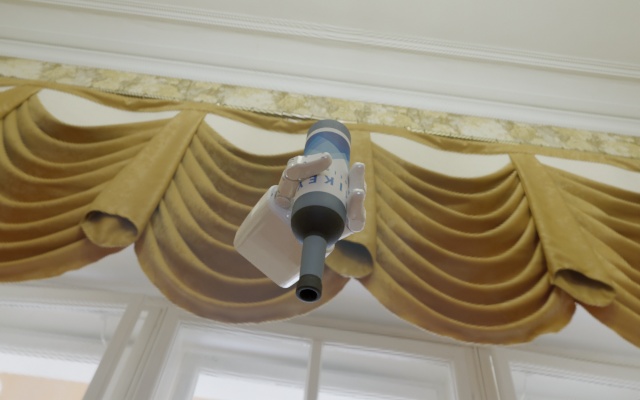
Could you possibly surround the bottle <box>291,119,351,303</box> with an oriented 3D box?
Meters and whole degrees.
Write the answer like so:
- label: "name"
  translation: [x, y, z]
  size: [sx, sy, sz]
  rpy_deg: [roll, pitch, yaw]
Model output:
- label: "bottle"
  translation: [0.000, 0.002, 0.603]
  size: [0.069, 0.069, 0.295]
  rpy_deg: [0, 40, 6]
